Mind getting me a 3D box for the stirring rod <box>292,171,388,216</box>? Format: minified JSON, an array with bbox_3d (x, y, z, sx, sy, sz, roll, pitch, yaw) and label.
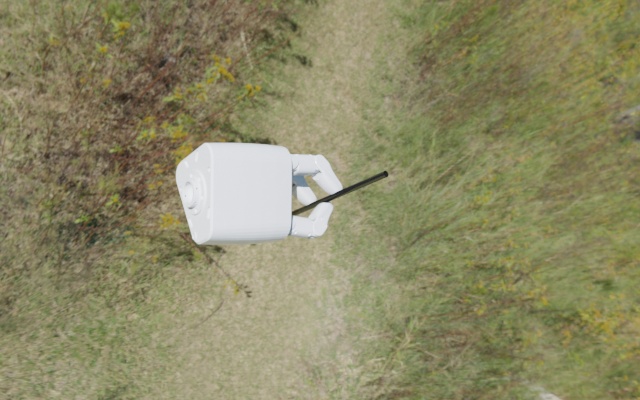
[{"bbox_3d":[0.000,0.002,0.643,0.011,0.011,0.239,0,-16,-41],"label":"stirring rod"}]
